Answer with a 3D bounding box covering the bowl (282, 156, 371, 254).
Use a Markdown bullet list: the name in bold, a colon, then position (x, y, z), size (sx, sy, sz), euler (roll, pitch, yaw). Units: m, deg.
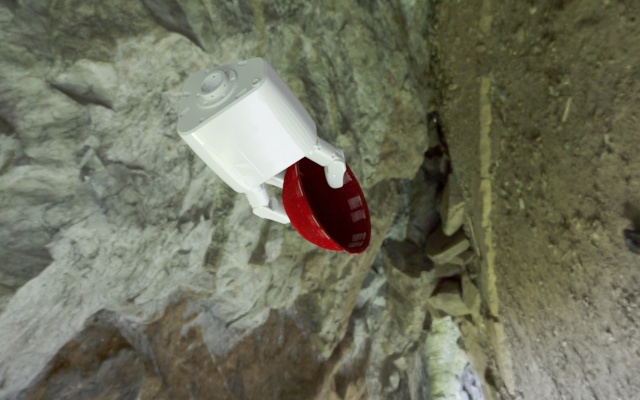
- **bowl**: position (0.001, 0.003, 0.620), size (0.055, 0.162, 0.162), euler (-27, -14, 28)
